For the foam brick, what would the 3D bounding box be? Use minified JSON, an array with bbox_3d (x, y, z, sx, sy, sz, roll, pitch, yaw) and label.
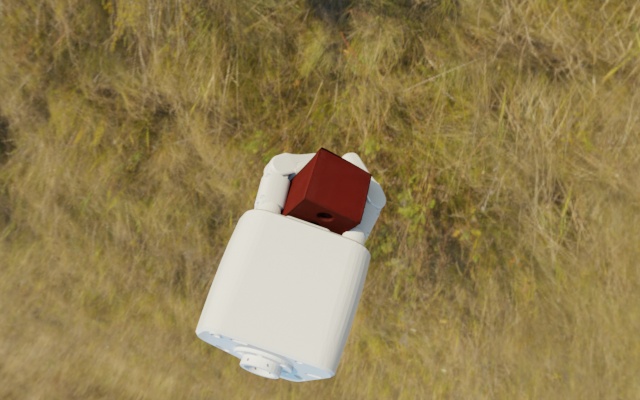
[{"bbox_3d":[0.000,0.001,0.417,0.053,0.051,0.078,26,-31,-15],"label":"foam brick"}]
